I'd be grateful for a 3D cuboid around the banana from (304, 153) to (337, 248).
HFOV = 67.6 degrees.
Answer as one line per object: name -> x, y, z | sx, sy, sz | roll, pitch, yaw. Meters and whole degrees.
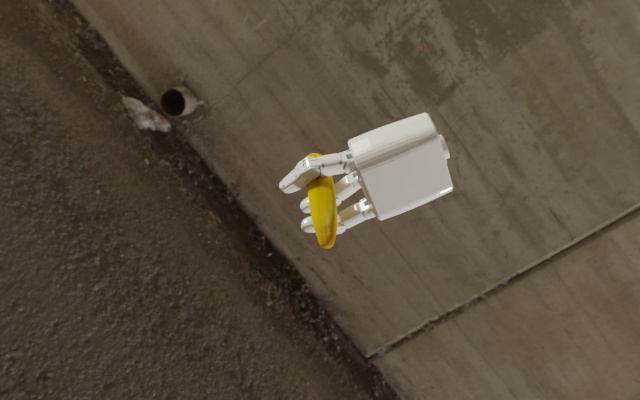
banana -> -0.002, -0.016, 0.632 | 0.037, 0.070, 0.197 | -7, 28, -5
